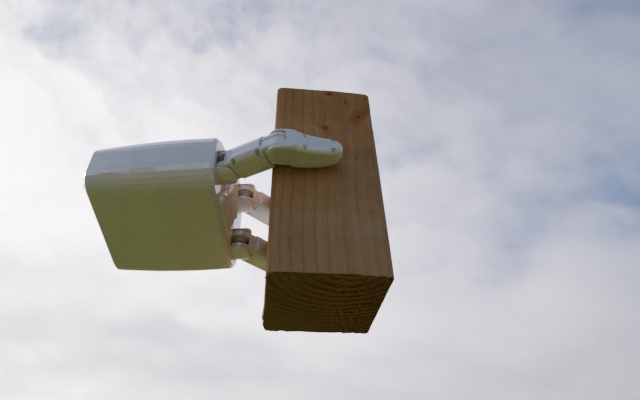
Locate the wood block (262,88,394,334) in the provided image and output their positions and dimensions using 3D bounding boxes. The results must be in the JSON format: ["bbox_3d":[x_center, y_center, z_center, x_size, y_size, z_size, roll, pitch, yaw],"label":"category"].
[{"bbox_3d":[0.000,0.001,0.422,0.090,0.206,0.091,4,-41,-7],"label":"wood block"}]
